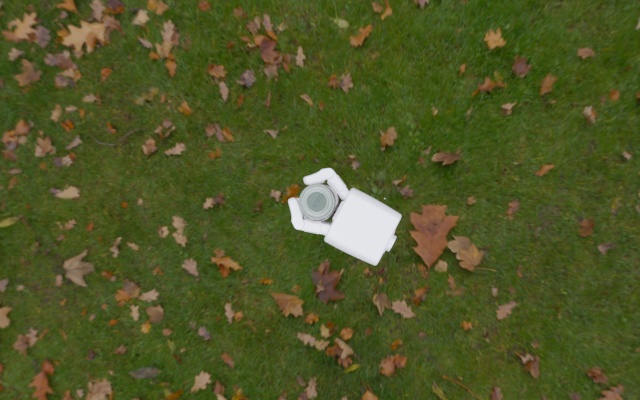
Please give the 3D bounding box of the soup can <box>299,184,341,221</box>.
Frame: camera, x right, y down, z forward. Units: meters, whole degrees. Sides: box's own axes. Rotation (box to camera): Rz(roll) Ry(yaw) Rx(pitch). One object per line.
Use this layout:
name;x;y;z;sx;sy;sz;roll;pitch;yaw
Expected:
soup can;0.000;0.003;0.892;0.068;0.068;0.102;0;0;8
